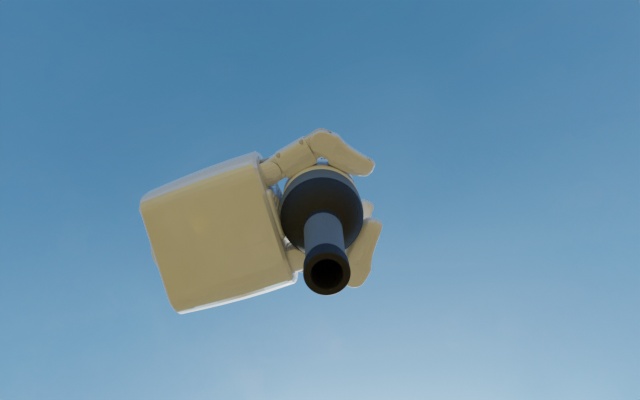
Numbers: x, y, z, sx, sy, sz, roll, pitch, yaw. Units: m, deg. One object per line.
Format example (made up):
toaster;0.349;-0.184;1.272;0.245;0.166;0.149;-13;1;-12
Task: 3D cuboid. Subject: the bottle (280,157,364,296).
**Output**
bottle;0.000;0.001;0.413;0.069;0.069;0.295;0;16;-1
